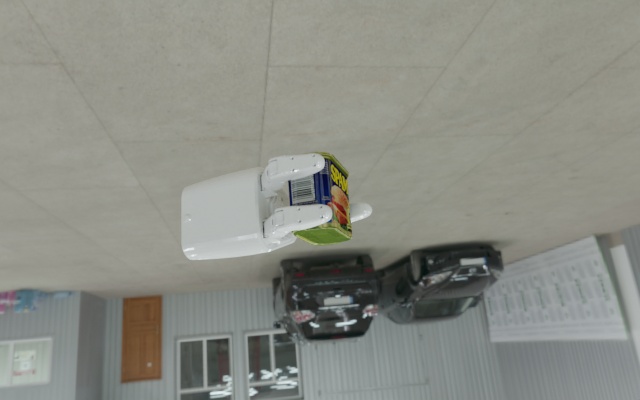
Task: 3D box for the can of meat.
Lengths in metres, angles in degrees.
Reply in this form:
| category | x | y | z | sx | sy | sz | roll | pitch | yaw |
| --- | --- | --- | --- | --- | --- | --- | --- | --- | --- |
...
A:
| category | x | y | z | sx | sy | sz | roll | pitch | yaw |
| --- | --- | --- | --- | --- | --- | --- | --- | --- | --- |
| can of meat | 0.000 | 0.002 | 0.545 | 0.057 | 0.084 | 0.102 | -9 | -16 | 16 |
